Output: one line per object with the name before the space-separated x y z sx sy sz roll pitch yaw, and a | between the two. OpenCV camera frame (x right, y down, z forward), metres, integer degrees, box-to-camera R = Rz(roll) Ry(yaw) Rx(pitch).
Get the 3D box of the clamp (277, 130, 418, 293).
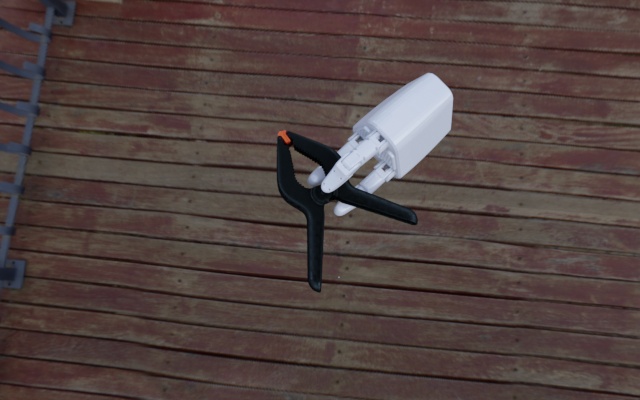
clamp | 0.000 0.001 0.624 0.164 0.210 0.036 -41 -8 -8
